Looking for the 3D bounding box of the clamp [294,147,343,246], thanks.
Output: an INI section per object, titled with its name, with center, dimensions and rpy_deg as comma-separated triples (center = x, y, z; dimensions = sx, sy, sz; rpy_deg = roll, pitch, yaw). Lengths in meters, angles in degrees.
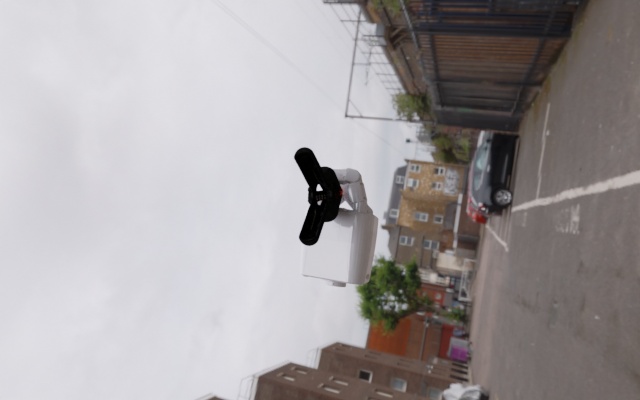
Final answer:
[clamp]
center = 0.000, 0.002, 0.649
dimensions = 0.039, 0.120, 0.171
rpy_deg = 3, -5, 18
